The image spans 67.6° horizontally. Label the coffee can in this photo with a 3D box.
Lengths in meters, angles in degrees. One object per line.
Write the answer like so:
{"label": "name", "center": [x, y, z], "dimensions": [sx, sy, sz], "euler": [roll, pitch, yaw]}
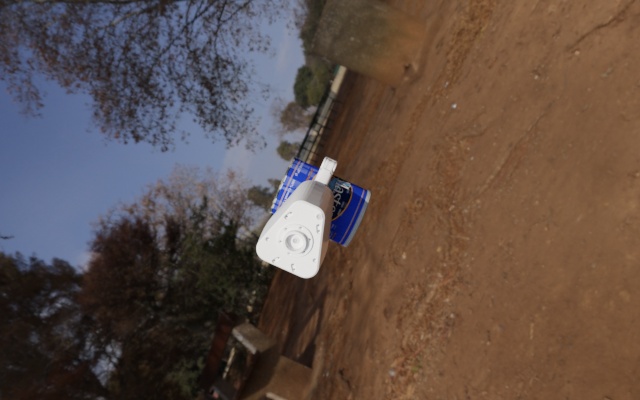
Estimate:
{"label": "coffee can", "center": [0.000, 0.003, 0.797], "dimensions": [0.140, 0.103, 0.103], "euler": [24, -1, -1]}
